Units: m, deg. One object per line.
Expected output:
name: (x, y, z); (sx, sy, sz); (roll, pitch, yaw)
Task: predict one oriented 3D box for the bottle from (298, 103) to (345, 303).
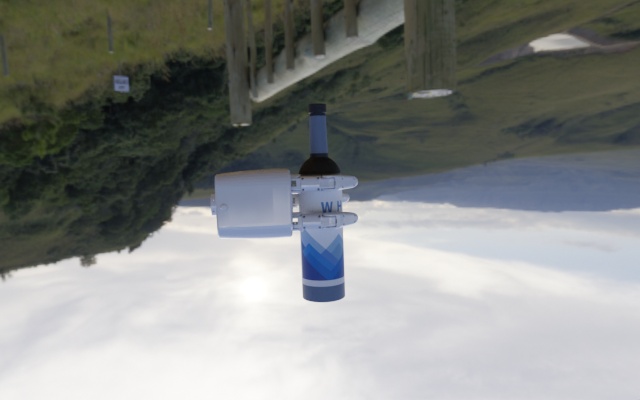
bottle: (0.000, 0.003, 0.729); (0.069, 0.296, 0.069); (-2, 5, 0)
